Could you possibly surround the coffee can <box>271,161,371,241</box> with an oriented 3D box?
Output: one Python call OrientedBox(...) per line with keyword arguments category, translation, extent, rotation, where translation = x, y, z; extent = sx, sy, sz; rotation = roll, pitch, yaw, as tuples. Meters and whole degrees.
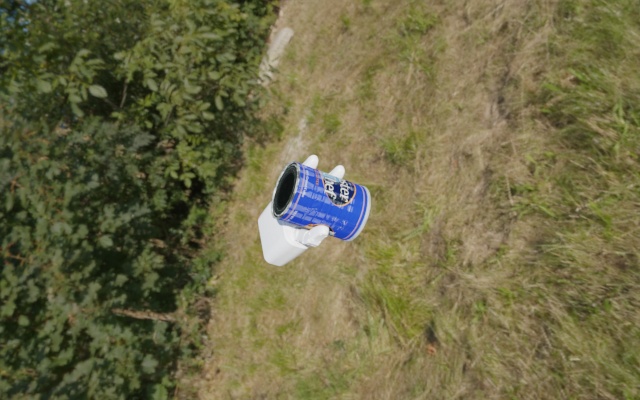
OrientedBox(category="coffee can", translation=(0.000, 0.003, 0.818), extent=(0.140, 0.103, 0.103), rotation=(19, -8, -23))
